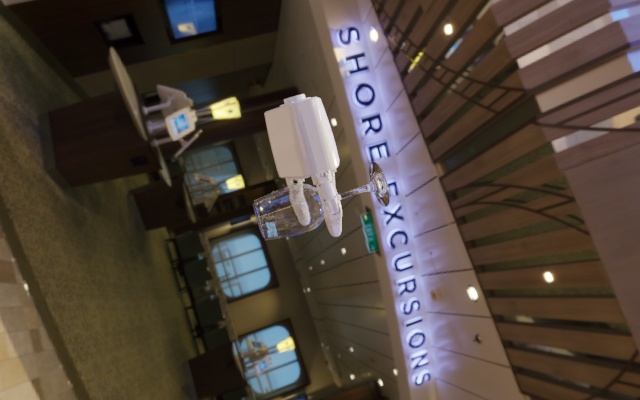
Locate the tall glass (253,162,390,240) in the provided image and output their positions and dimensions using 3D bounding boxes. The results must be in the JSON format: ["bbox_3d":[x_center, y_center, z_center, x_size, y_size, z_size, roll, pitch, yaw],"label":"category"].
[{"bbox_3d":[0.001,0.002,0.737,0.201,0.079,0.079,-17,3,-11],"label":"tall glass"}]
